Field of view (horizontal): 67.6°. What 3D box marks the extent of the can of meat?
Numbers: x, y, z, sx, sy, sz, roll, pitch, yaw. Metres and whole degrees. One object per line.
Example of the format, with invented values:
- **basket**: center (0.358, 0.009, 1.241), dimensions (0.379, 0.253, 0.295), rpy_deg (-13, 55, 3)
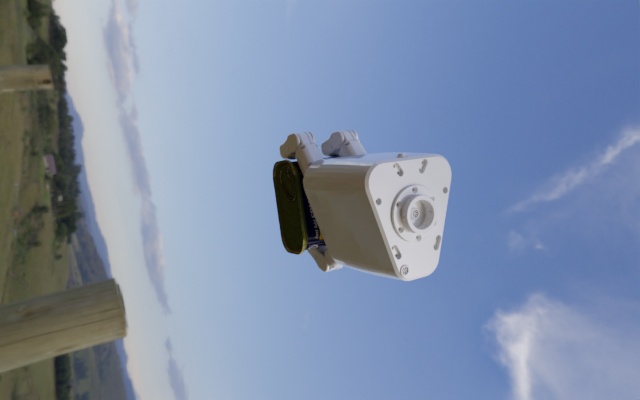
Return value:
- **can of meat**: center (0.000, 0.002, 0.532), dimensions (0.084, 0.102, 0.057), rpy_deg (-9, 3, -28)
